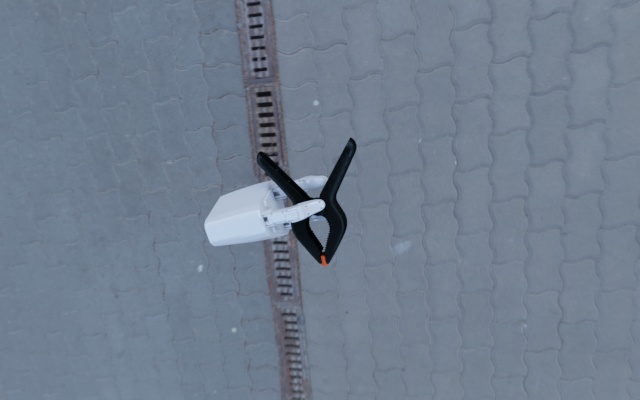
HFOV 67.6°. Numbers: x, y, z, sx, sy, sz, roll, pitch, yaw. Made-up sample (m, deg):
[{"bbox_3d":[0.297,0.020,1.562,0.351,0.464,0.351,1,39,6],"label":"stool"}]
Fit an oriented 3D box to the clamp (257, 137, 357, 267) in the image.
[{"bbox_3d":[0.000,0.003,0.771,0.164,0.210,0.036,-13,11,19],"label":"clamp"}]
